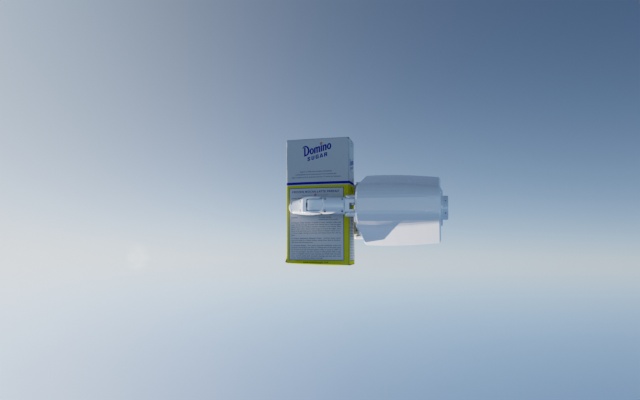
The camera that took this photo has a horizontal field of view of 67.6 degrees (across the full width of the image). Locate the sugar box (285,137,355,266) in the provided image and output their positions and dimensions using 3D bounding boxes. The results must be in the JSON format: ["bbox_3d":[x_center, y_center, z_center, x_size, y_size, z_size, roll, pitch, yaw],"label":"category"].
[{"bbox_3d":[0.000,0.002,0.673,0.093,0.176,0.048,-1,-7,15],"label":"sugar box"}]
